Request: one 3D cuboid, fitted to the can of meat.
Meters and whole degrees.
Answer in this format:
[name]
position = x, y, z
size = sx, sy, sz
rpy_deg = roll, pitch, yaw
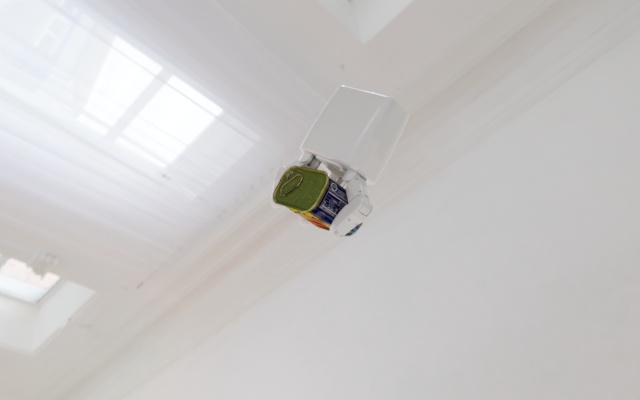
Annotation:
[can of meat]
position = 0.000, 0.002, 0.628
size = 0.084, 0.057, 0.102
rpy_deg = 34, -11, -35
